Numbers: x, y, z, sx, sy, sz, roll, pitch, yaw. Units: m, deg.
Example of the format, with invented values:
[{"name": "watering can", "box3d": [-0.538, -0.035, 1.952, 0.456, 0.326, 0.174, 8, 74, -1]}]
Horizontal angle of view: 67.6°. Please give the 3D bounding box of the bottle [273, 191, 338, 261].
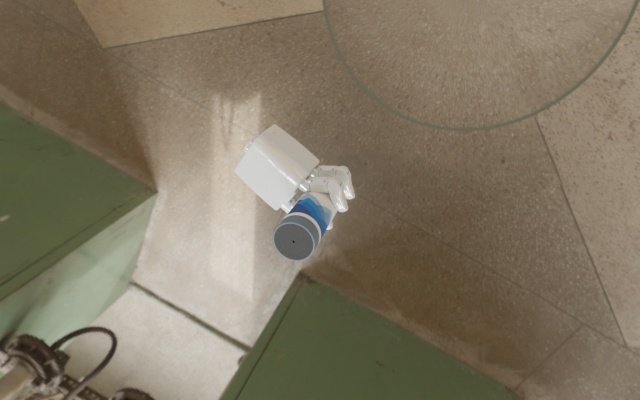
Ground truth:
[{"name": "bottle", "box3d": [0.000, 0.003, 0.837, 0.069, 0.069, 0.295, 0, 24, 17]}]
